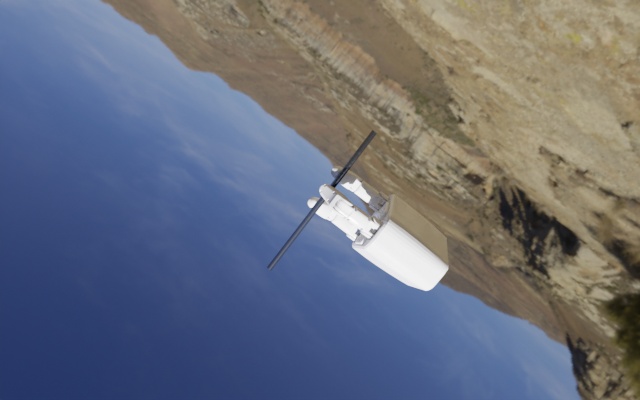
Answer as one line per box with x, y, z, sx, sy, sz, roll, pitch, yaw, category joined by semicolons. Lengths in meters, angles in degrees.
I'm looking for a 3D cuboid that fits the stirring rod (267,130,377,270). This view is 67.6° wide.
0.000;0.002;0.657;0.011;0.239;0.011;37;9;-7;stirring rod
